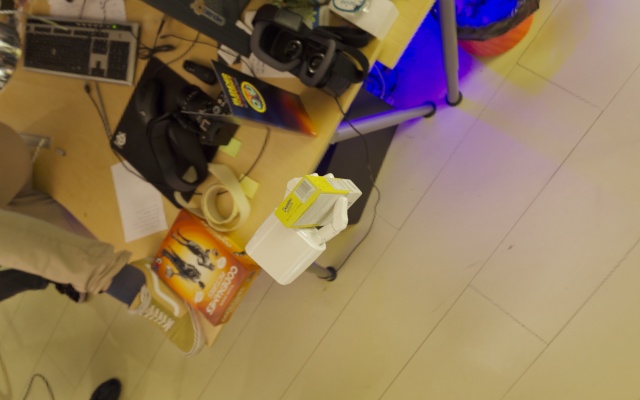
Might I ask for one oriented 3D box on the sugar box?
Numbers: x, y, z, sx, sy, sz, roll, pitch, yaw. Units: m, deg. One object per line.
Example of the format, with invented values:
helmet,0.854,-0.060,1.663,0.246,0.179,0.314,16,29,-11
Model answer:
sugar box,0.000,0.003,0.866,0.093,0.048,0.176,-48,-18,18
